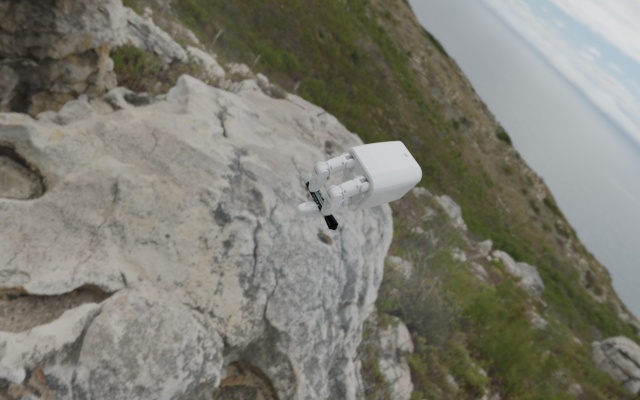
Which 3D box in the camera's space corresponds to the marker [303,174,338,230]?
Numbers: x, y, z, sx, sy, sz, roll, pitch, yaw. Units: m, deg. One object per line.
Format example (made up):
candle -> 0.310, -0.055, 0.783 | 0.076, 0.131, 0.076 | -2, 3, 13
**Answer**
marker -> 0.000, 0.003, 0.837 | 0.020, 0.121, 0.020 | -20, -32, -13
